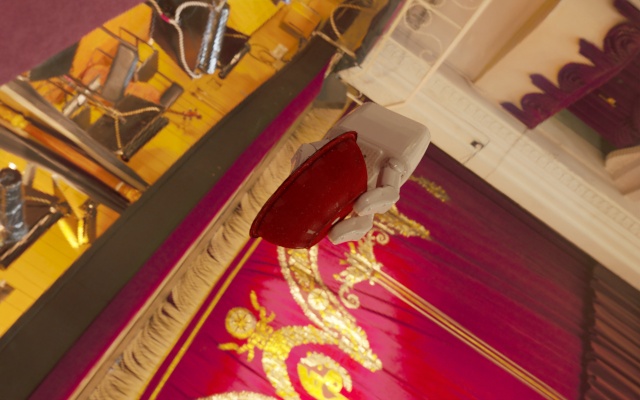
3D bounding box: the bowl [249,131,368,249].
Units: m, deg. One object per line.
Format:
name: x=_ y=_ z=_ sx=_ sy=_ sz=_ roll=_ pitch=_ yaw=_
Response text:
bowl: x=0.000 y=0.003 z=0.517 sx=0.162 sy=0.055 sz=0.162 roll=-43 pitch=-9 yaw=-8
